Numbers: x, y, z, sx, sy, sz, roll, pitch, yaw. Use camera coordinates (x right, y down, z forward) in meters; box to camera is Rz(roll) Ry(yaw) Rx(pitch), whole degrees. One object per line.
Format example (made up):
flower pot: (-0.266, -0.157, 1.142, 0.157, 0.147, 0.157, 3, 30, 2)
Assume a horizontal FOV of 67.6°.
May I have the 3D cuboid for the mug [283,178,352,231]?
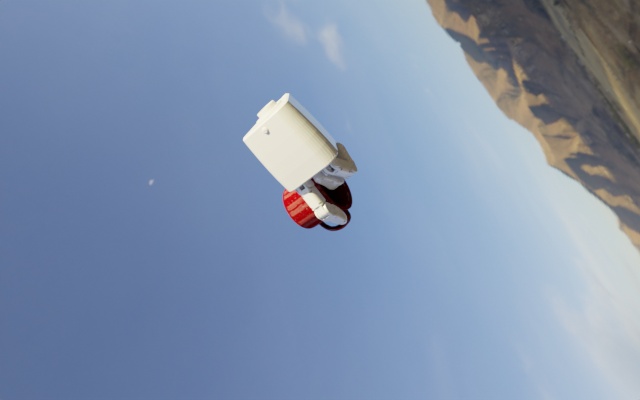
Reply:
mug: (0.001, 0.004, 0.790, 0.081, 0.117, 0.093, -34, 17, 27)
